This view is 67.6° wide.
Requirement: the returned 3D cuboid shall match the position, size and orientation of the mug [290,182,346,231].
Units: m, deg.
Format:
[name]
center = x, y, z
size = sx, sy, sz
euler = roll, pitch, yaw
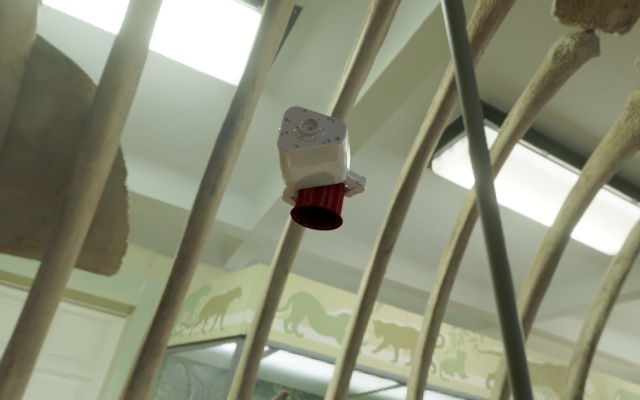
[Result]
[mug]
center = 0.000, 0.003, 0.855
size = 0.093, 0.081, 0.117
euler = 7, -30, 7
